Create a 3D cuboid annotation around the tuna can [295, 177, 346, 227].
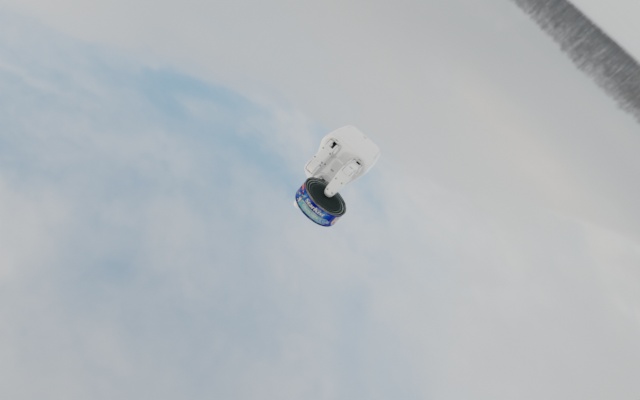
[{"bbox_3d":[0.000,0.003,0.804,0.086,0.086,0.034,0,-41,-52],"label":"tuna can"}]
